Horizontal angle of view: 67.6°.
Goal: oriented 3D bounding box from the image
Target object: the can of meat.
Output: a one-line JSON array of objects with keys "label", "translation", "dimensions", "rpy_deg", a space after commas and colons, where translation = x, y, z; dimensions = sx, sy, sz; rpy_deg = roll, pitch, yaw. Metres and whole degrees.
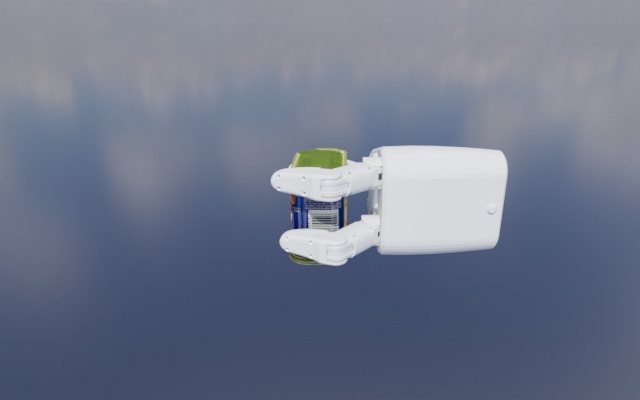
[{"label": "can of meat", "translation": [0.000, 0.001, 0.461], "dimensions": [0.057, 0.084, 0.102], "rpy_deg": [0, 21, 2]}]
